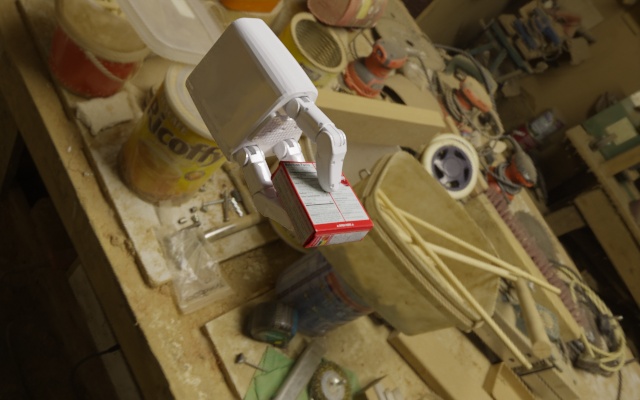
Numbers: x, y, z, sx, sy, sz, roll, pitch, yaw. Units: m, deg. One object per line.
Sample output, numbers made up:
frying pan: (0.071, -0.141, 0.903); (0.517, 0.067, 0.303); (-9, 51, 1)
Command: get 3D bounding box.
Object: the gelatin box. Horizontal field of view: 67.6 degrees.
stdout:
gelatin box: (0.000, 0.002, 0.474); (0.073, 0.089, 0.030); (-3, -38, -38)
